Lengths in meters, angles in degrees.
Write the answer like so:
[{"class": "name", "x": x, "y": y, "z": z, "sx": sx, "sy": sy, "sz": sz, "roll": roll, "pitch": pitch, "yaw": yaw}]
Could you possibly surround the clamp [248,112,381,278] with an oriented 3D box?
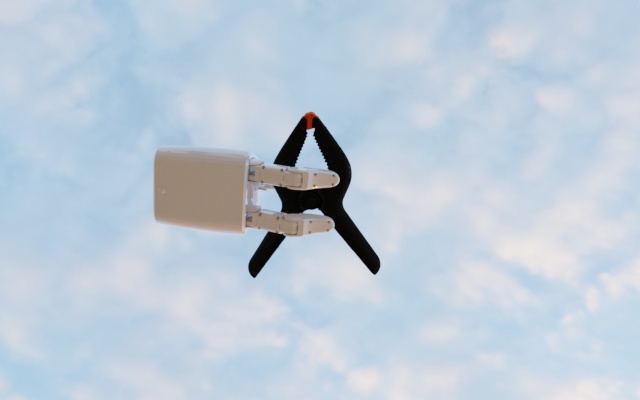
[{"class": "clamp", "x": 0.000, "y": 0.001, "z": 0.574, "sx": 0.164, "sy": 0.210, "sz": 0.036, "roll": 5, "pitch": 16, "yaw": -3}]
